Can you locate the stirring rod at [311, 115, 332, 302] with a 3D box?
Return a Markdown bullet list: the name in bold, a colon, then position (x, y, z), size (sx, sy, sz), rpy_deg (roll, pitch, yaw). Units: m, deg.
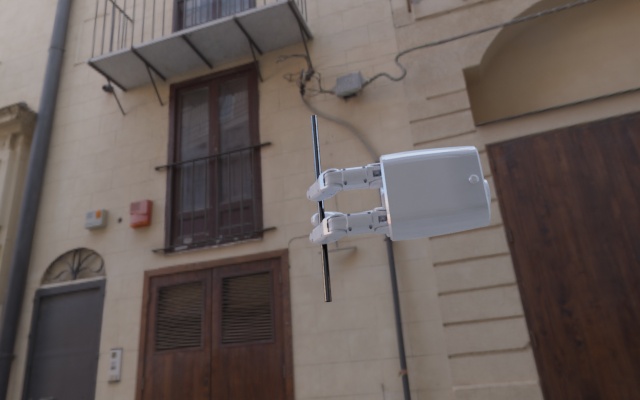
- **stirring rod**: position (0.000, 0.002, 0.579), size (0.011, 0.239, 0.011), rpy_deg (-4, -22, -2)
